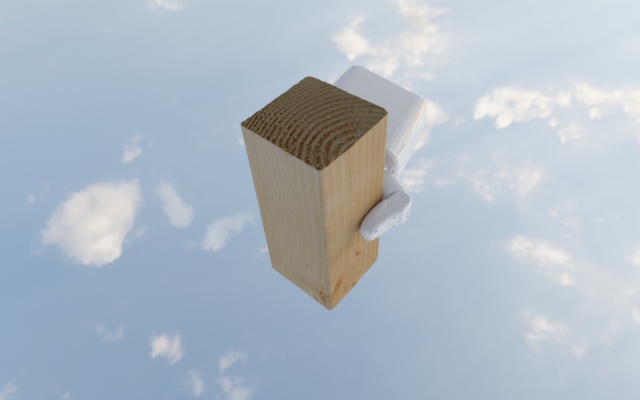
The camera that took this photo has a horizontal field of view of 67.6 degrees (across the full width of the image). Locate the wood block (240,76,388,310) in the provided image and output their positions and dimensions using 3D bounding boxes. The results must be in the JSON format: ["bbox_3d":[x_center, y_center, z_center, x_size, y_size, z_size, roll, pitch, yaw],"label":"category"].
[{"bbox_3d":[0.001,0.002,0.462,0.091,0.206,0.090,31,57,28],"label":"wood block"}]
